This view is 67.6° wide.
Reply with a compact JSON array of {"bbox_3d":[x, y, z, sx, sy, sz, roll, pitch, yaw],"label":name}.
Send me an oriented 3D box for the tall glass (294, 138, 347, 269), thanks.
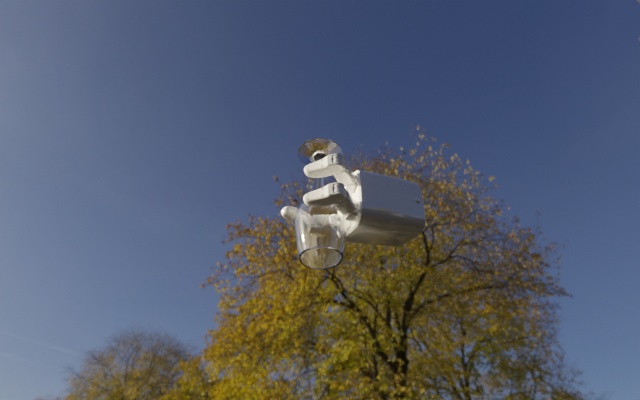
[{"bbox_3d":[0.000,0.002,0.726,0.079,0.200,0.079,0,-37,0],"label":"tall glass"}]
